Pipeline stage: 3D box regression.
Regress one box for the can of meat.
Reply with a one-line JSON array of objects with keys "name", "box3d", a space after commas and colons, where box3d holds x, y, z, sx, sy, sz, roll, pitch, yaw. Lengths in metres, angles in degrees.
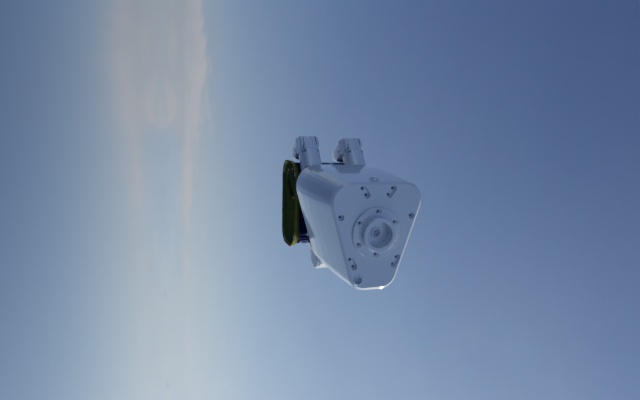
[{"name": "can of meat", "box3d": [0.000, 0.002, 0.583, 0.084, 0.102, 0.057, -1, 8, -18]}]
